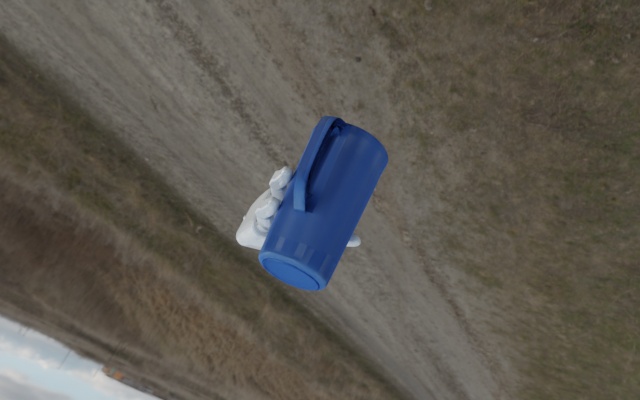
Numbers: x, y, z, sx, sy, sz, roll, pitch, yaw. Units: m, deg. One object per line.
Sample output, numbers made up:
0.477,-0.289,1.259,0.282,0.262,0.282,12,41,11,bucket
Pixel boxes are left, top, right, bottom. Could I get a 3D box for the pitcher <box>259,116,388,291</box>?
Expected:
0.000,0.002,0.722,0.149,0.242,0.145,34,-27,-17,pitcher
